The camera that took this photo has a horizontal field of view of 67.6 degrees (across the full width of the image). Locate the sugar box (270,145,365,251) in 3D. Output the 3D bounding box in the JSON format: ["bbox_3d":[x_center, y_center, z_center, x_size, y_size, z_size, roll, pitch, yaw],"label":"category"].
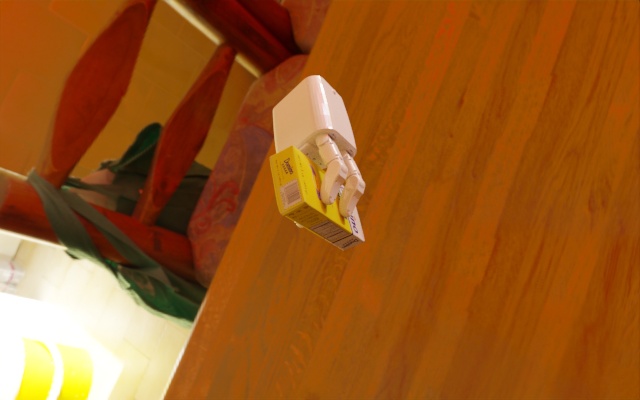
[{"bbox_3d":[0.000,0.002,0.682,0.048,0.093,0.176,-26,-31,23],"label":"sugar box"}]
